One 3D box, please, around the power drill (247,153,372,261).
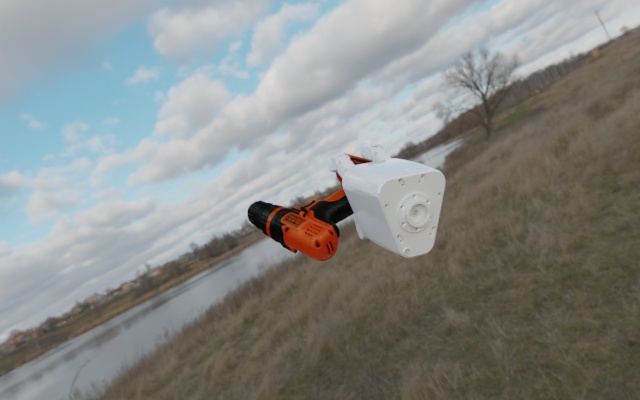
[{"bbox_3d":[0.001,0.002,0.723,0.187,0.057,0.184,-40,40,-25],"label":"power drill"}]
